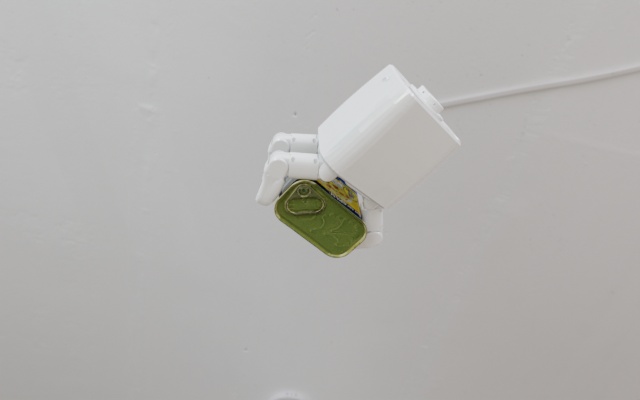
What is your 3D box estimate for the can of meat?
[{"bbox_3d":[0.000,0.002,0.535,0.102,0.057,0.084,38,22,-20],"label":"can of meat"}]
